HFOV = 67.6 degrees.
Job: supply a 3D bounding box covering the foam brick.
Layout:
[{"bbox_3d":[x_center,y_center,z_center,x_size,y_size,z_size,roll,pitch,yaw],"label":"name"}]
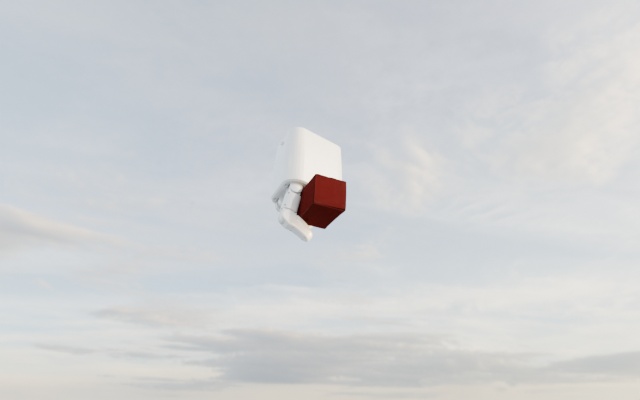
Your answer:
[{"bbox_3d":[0.000,0.002,0.729,0.053,0.051,0.078,15,-29,-19],"label":"foam brick"}]
